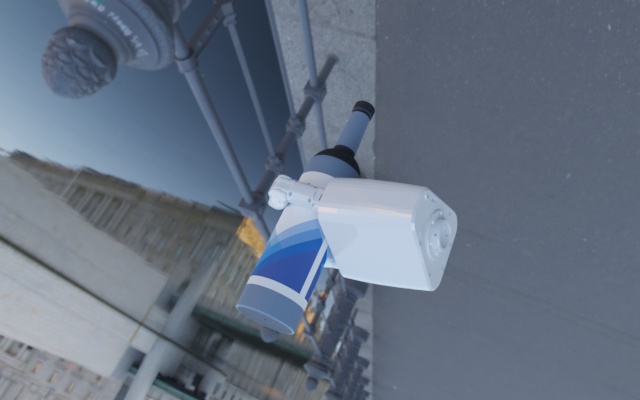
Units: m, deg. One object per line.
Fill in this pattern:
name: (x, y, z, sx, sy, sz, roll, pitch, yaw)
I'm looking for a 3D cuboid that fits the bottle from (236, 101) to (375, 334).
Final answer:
bottle: (0.000, 0.002, 0.549, 0.069, 0.295, 0.069, 21, -25, 10)
